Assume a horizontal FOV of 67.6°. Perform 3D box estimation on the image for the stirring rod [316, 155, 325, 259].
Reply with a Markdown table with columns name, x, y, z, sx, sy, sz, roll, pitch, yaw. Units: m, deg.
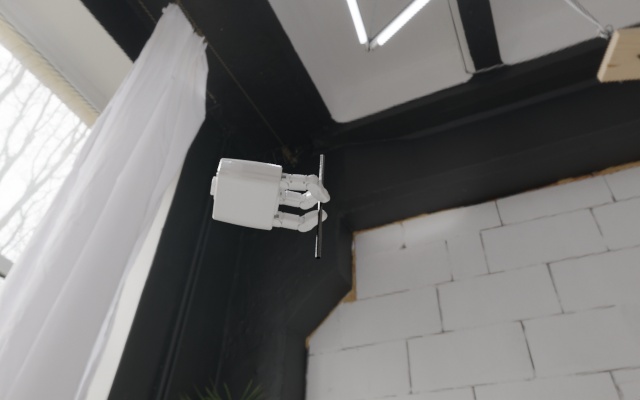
| name | x | y | z | sx | sy | sz | roll | pitch | yaw |
| --- | --- | --- | --- | --- | --- | --- | --- | --- | --- |
| stirring rod | 0.000 | 0.003 | 0.850 | 0.011 | 0.239 | 0.011 | 1 | -42 | 1 |
